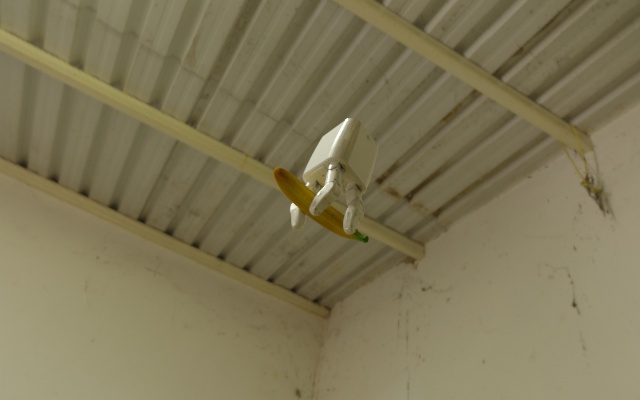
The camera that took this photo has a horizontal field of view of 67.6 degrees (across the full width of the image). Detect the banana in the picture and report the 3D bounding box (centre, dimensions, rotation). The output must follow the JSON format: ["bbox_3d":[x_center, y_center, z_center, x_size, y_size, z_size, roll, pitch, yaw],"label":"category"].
[{"bbox_3d":[-0.005,0.008,0.811,0.198,0.037,0.069,36,-24,-13],"label":"banana"}]
